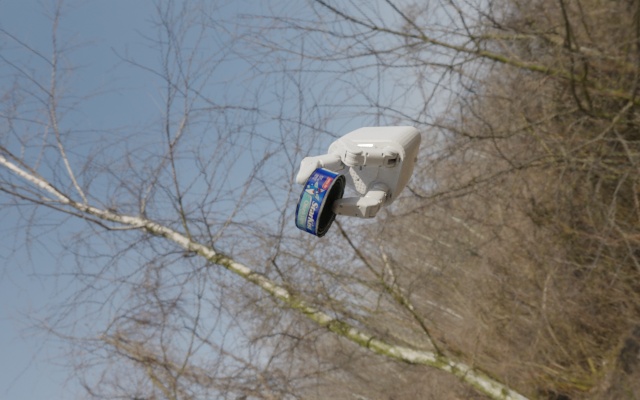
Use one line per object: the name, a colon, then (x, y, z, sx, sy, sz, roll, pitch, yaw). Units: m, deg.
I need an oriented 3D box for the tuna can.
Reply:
tuna can: (0.000, 0.002, 0.608, 0.034, 0.086, 0.086, 21, 5, 15)
